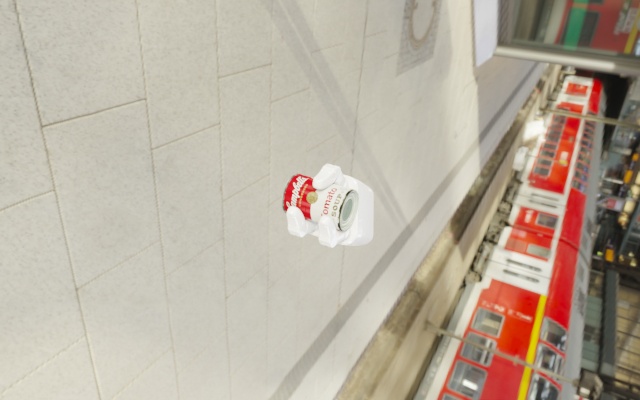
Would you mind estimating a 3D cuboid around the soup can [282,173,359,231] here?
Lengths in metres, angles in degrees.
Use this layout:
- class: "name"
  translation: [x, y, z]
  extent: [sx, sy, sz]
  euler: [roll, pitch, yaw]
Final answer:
- class: "soup can"
  translation: [0.000, 0.002, 0.743]
  extent: [0.102, 0.068, 0.068]
  euler: [17, 7, 24]
